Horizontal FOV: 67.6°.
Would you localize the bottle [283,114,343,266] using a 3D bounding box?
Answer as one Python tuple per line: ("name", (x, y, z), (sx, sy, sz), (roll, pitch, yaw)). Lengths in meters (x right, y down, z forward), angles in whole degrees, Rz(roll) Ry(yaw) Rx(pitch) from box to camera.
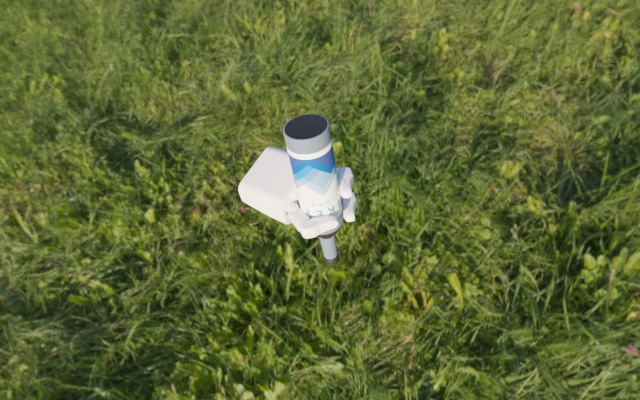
("bottle", (0.000, 0.002, 0.773), (0.069, 0.296, 0.069), (-6, 43, 5))
